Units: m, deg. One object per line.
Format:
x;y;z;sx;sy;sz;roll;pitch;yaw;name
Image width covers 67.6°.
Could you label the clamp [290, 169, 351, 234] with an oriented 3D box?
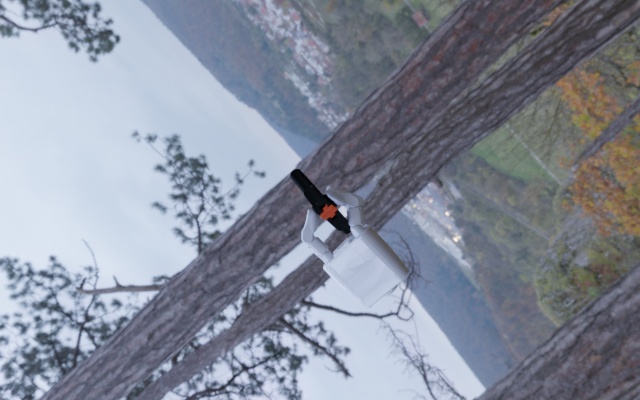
0.000;0.004;0.845;0.036;0.164;0.210;-44;-1;1;clamp
